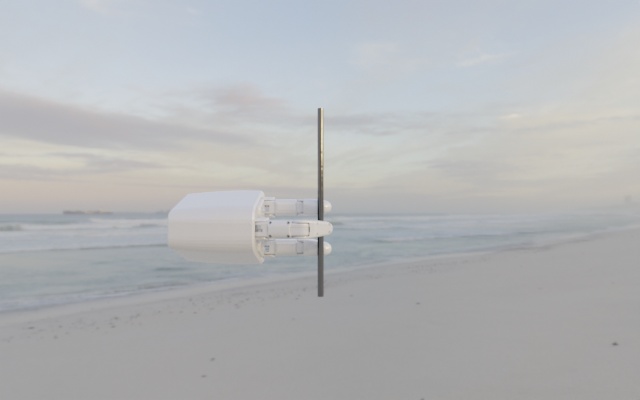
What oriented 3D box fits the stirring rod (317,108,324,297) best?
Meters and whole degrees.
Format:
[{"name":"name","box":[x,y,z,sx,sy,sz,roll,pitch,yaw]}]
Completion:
[{"name":"stirring rod","box":[0.000,0.002,0.611,0.011,0.239,0.011,0,-1,0]}]
